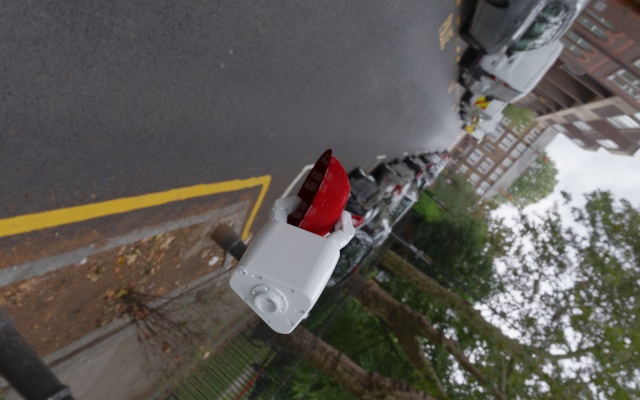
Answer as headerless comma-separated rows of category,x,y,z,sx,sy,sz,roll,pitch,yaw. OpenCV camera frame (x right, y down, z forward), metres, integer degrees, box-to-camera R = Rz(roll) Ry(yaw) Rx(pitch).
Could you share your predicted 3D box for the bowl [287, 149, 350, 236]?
bowl,0.001,0.002,0.746,0.055,0.162,0.162,26,-6,-11
